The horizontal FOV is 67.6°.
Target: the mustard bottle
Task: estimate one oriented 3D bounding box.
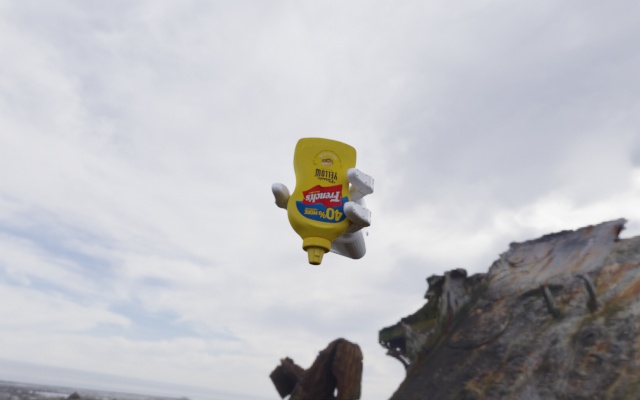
[{"bbox_3d":[0.000,0.002,0.708,0.096,0.191,0.058,10,-24,-10],"label":"mustard bottle"}]
